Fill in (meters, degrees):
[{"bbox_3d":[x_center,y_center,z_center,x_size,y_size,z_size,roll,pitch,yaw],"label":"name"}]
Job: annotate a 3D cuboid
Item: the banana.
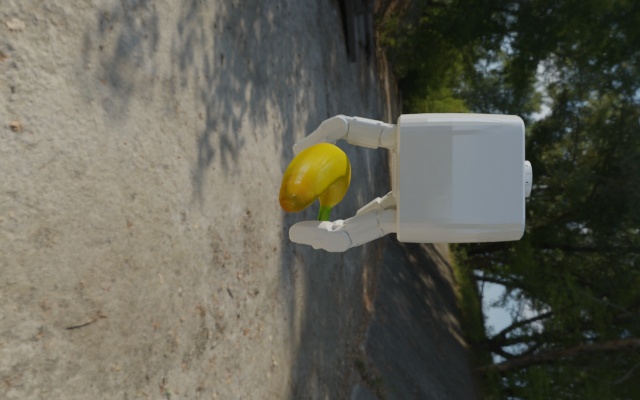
[{"bbox_3d":[0.003,-0.017,0.419,0.037,0.069,0.198,6,-5,10],"label":"banana"}]
